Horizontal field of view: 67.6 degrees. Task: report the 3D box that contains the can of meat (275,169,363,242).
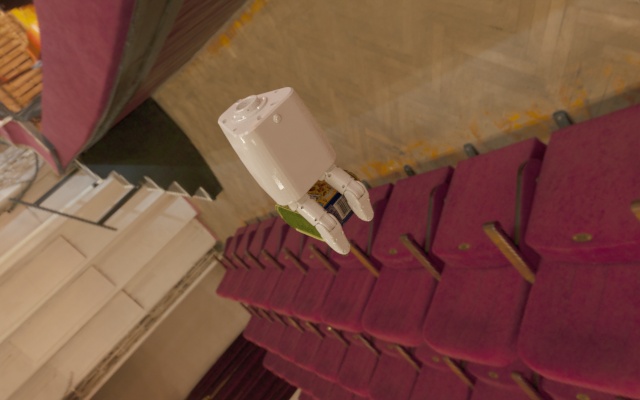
[{"bbox_3d":[0.000,0.002,0.647,0.102,0.057,0.084,17,57,47],"label":"can of meat"}]
